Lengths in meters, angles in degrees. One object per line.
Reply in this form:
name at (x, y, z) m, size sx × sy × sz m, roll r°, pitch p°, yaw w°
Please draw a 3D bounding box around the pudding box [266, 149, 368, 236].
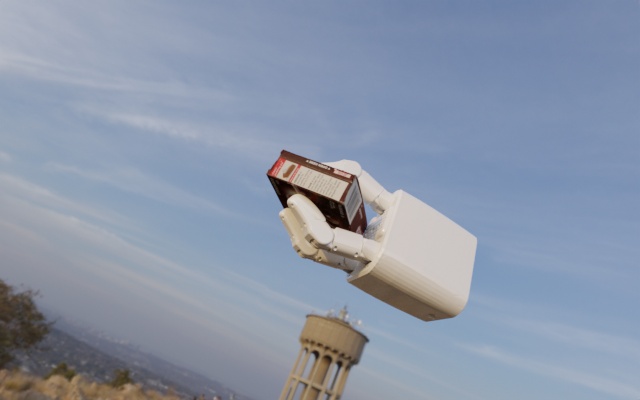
pudding box at (0.000, 0.002, 0.515) m, size 0.090 × 0.039 × 0.114 m, roll 20°, pitch -25°, yaw 21°
